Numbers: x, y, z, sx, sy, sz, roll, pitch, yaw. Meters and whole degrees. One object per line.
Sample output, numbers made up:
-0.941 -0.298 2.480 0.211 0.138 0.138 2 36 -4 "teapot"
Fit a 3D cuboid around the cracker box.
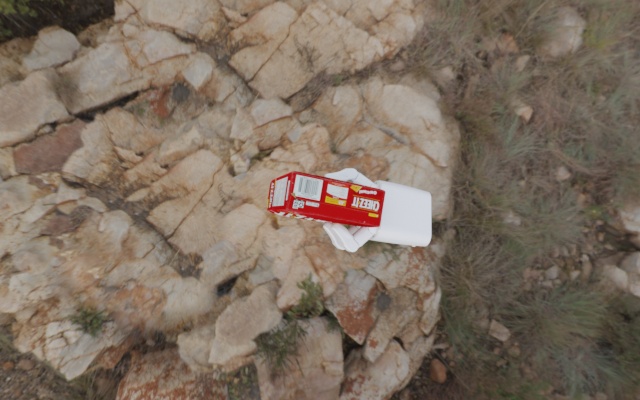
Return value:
0.000 0.003 0.870 0.164 0.072 0.214 11 -5 -14 "cracker box"
